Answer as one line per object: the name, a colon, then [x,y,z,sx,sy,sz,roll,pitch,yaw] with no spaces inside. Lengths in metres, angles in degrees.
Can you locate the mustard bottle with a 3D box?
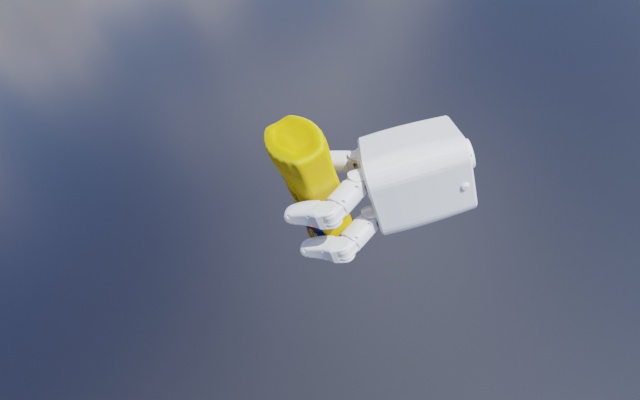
mustard bottle: [0.000,0.002,0.543,0.058,0.192,0.096,-32,41,-10]
